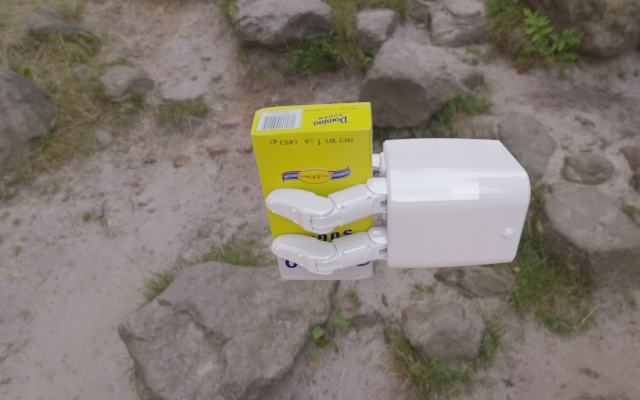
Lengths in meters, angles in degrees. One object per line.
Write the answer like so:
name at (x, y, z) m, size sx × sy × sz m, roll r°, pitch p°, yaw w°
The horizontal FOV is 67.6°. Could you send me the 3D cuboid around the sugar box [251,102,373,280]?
sugar box at (0.000, 0.002, 0.421) m, size 0.093 × 0.176 × 0.048 m, roll -1°, pitch 40°, yaw 6°
